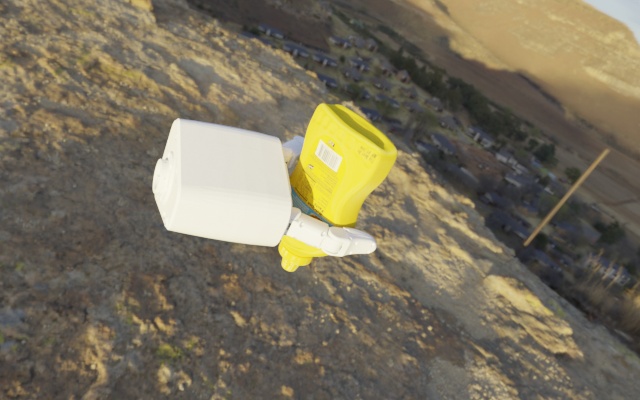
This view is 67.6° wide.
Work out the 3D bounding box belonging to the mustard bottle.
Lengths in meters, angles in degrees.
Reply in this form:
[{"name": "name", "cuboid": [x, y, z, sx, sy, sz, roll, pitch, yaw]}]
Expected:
[{"name": "mustard bottle", "cuboid": [0.000, 0.001, 0.510, 0.058, 0.192, 0.096, -10, 45, -48]}]
